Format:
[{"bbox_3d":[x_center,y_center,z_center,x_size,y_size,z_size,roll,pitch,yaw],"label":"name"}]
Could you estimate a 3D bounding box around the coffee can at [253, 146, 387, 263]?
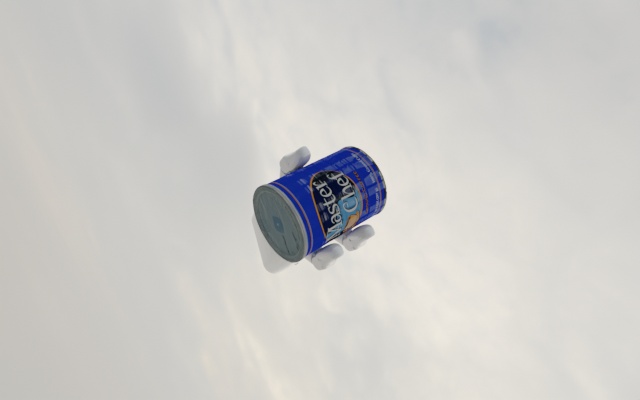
[{"bbox_3d":[0.000,0.002,0.610,0.140,0.103,0.103,-28,15,-31],"label":"coffee can"}]
